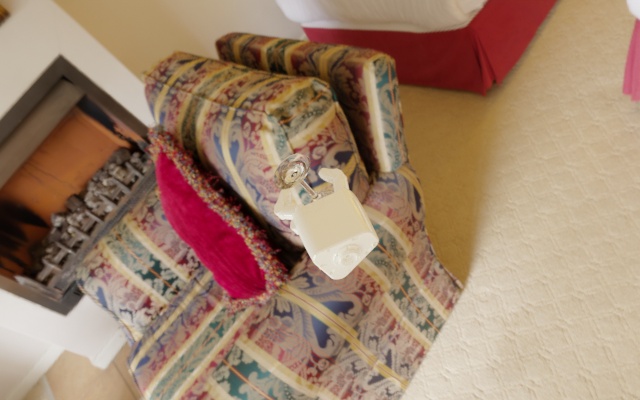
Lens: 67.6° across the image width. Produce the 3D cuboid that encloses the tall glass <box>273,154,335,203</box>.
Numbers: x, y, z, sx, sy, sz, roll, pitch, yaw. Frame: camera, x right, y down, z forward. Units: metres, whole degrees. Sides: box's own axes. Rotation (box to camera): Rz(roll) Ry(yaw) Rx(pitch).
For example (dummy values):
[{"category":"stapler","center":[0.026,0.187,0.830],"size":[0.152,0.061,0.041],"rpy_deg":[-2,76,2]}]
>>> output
[{"category":"tall glass","center":[0.000,0.002,0.878],"size":[0.079,0.079,0.201],"rpy_deg":[0,-32,36]}]
